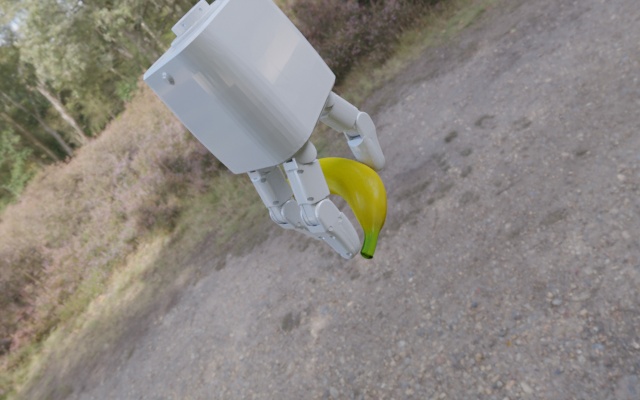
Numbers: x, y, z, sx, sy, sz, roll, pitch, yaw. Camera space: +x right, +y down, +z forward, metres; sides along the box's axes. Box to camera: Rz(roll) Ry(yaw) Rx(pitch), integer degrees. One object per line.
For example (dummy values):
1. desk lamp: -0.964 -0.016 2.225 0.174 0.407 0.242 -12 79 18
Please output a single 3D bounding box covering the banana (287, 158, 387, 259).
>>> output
1. banana: 0.014 -0.011 0.469 0.037 0.069 0.197 43 -4 -28
